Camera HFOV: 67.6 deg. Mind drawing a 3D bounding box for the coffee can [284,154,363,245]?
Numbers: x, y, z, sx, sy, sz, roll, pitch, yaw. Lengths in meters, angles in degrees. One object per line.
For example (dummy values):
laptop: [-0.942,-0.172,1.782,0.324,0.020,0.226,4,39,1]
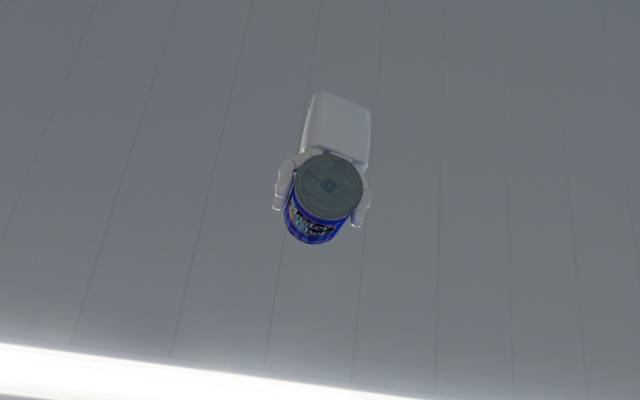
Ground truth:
coffee can: [0.000,0.003,0.760,0.103,0.102,0.140,0,-21,-12]
